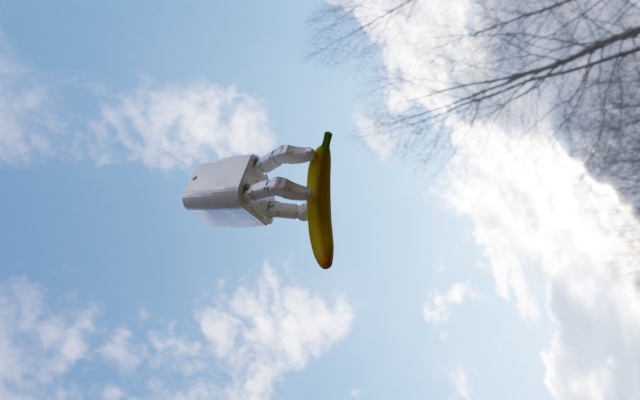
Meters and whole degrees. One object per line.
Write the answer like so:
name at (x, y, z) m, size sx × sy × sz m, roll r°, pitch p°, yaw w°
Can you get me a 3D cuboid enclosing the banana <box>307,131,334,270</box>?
banana at (-0.001, 0.004, 0.683) m, size 0.037 × 0.197 × 0.070 m, roll 0°, pitch -17°, yaw -3°
